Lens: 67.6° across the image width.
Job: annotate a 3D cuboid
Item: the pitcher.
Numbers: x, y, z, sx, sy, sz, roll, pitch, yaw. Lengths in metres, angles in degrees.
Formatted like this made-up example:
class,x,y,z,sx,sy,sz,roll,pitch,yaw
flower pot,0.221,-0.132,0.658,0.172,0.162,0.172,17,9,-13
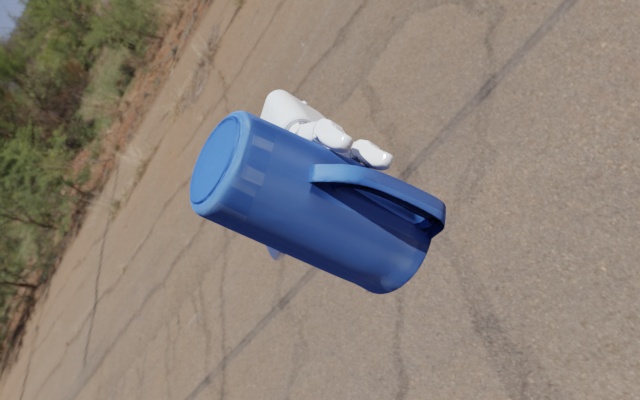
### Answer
class,x,y,z,sx,sy,sz,roll,pitch,yaw
pitcher,0.000,0.002,0.499,0.243,0.149,0.145,25,19,-31
